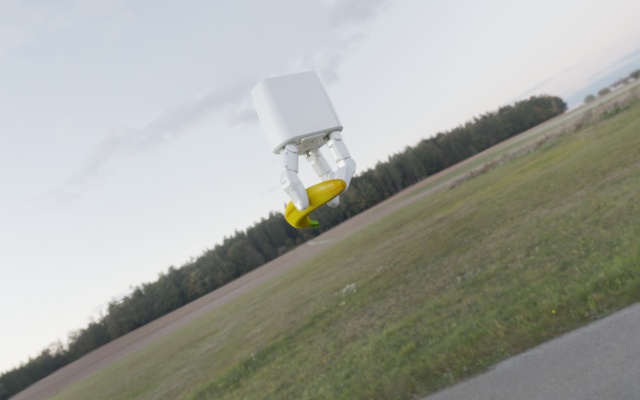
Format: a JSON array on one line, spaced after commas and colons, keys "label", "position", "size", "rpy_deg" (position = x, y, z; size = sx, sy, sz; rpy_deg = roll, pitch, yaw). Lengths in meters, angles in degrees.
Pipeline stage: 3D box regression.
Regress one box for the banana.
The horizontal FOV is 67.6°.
[{"label": "banana", "position": [-0.018, 0.008, 0.749], "size": [0.069, 0.037, 0.198], "rpy_deg": [-14, -14, -18]}]
